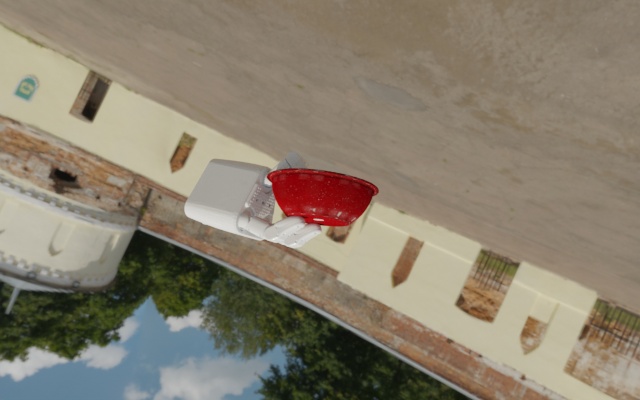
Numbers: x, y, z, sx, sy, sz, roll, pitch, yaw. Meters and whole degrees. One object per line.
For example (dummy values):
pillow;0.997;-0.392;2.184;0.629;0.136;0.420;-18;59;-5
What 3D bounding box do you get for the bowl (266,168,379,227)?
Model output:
bowl;0.001;0.003;0.678;0.162;0.055;0.162;7;-11;1
